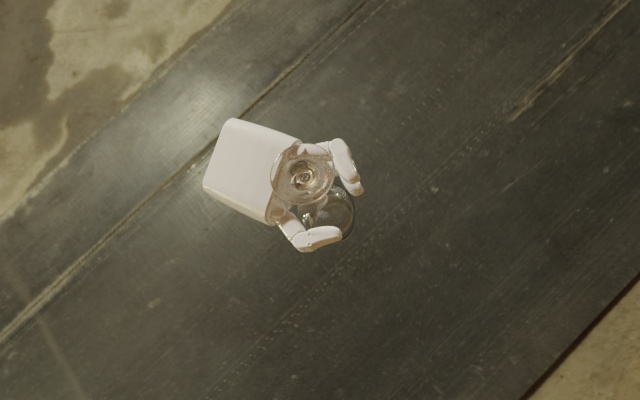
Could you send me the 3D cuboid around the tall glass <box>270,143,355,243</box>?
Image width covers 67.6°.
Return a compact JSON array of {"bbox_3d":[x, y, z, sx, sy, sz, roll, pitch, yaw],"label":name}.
[{"bbox_3d":[0.000,0.002,0.616,0.079,0.079,0.201,0,-19,13],"label":"tall glass"}]
